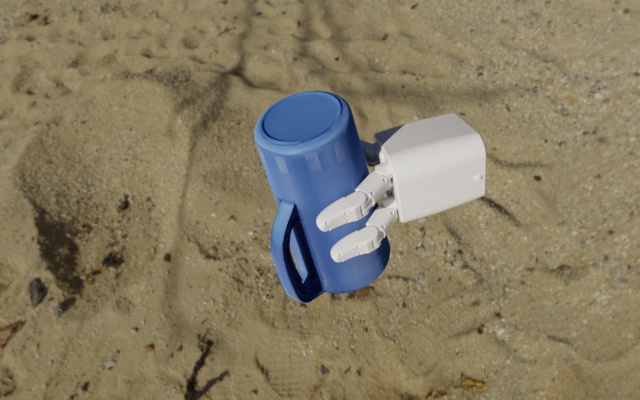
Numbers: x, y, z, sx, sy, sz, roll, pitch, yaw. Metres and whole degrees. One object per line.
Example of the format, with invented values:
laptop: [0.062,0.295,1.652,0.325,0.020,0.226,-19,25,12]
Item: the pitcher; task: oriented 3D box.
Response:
pitcher: [0.000,0.002,0.578,0.145,0.243,0.149,-16,44,2]
